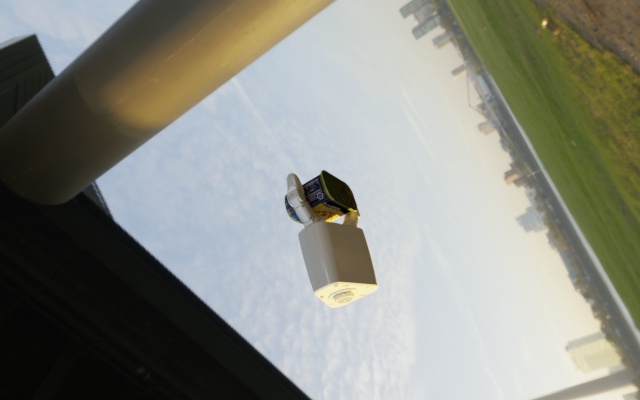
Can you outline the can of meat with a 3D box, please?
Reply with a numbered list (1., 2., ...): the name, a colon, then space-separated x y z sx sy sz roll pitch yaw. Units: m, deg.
1. can of meat: 0.000 0.003 0.808 0.084 0.057 0.102 -30 -30 23
